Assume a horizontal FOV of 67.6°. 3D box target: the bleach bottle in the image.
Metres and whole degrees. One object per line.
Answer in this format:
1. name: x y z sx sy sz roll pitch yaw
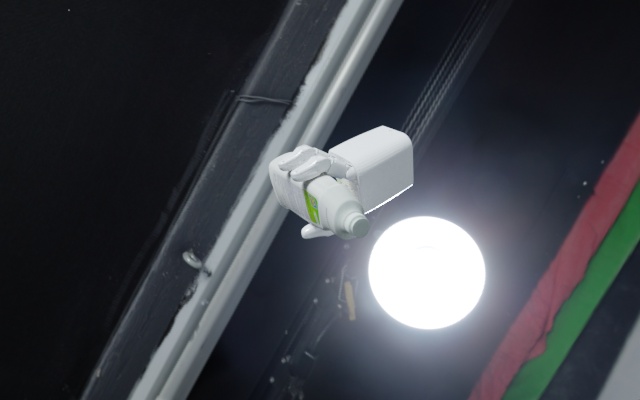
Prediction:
1. bleach bottle: 0.000 0.002 0.733 0.068 0.103 0.250 -27 30 -16
